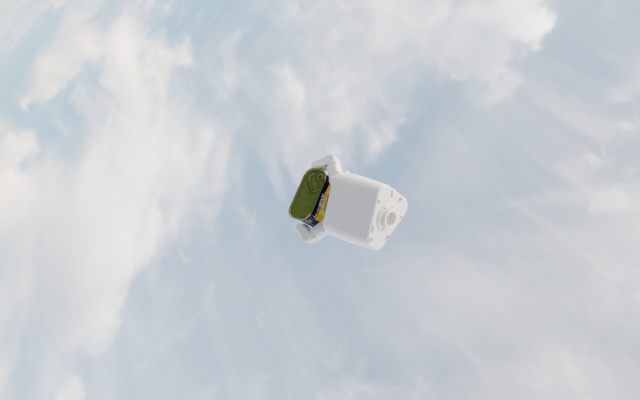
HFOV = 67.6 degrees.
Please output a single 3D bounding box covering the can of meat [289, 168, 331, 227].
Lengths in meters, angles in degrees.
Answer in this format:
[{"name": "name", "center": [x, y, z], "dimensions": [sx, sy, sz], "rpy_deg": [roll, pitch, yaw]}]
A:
[{"name": "can of meat", "center": [0.000, 0.003, 0.898], "dimensions": [0.057, 0.102, 0.084], "rpy_deg": [14, -13, 45]}]
